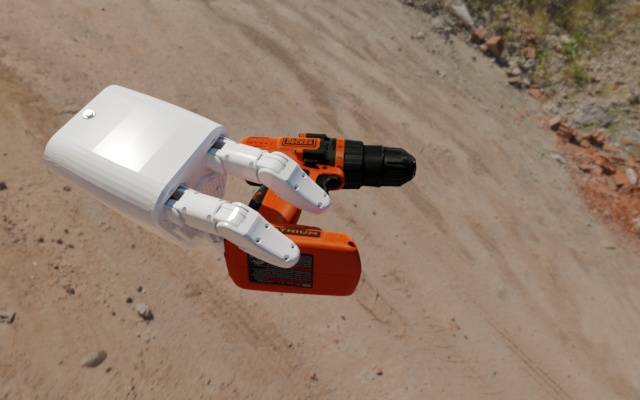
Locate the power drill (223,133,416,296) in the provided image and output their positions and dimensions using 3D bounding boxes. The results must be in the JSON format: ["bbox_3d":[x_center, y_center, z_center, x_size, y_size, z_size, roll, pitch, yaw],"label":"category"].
[{"bbox_3d":[0.000,0.002,0.433,0.184,0.057,0.187,2,34,4],"label":"power drill"}]
